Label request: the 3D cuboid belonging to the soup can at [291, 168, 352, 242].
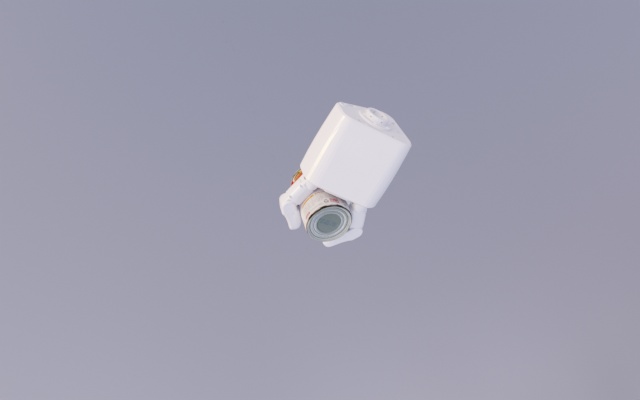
[{"bbox_3d":[0.000,0.003,0.695,0.068,0.068,0.102,0,38,-19],"label":"soup can"}]
